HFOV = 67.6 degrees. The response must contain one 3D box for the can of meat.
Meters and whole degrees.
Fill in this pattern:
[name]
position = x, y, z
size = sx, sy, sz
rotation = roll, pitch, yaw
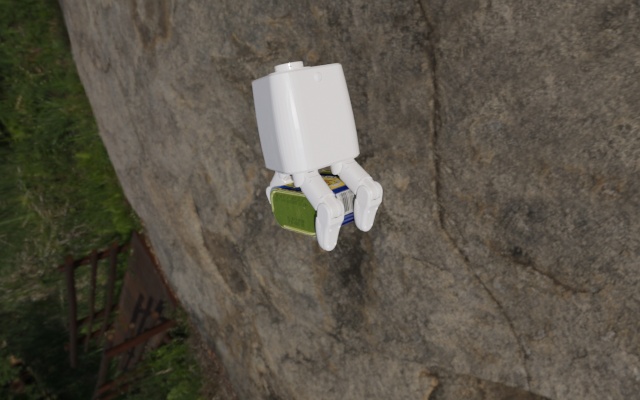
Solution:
[can of meat]
position = 0.000, 0.002, 0.579
size = 0.084, 0.057, 0.102
rotation = -20, 18, -35
